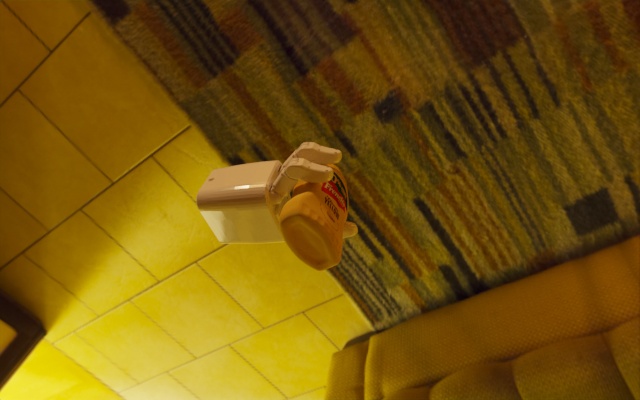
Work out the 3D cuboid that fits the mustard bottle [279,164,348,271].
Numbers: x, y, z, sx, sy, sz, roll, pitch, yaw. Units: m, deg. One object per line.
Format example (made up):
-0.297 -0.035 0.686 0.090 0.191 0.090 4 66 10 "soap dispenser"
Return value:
0.000 0.002 0.659 0.058 0.096 0.191 -27 24 25 "mustard bottle"
